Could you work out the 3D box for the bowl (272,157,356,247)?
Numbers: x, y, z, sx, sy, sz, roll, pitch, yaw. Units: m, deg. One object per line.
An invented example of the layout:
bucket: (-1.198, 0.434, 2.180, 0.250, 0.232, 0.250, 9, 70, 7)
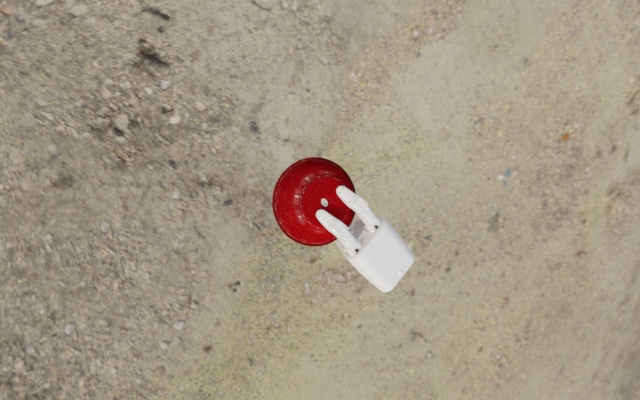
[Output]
bowl: (-0.001, 0.002, 0.835, 0.162, 0.162, 0.055, 0, 1, -20)
